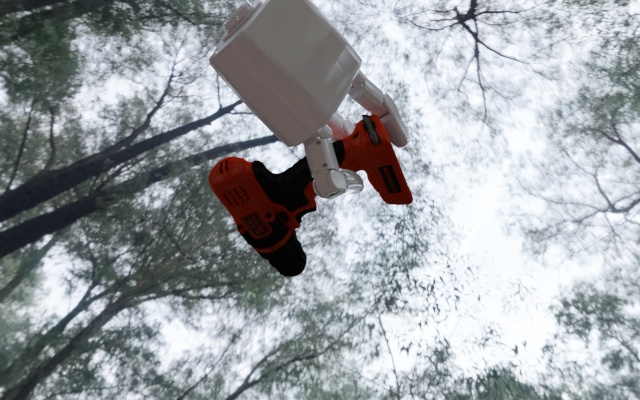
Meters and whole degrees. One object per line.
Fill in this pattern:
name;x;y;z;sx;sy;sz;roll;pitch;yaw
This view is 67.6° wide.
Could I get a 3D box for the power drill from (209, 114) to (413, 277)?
power drill;0.000;0.001;0.517;0.187;0.057;0.185;-23;-46;7
